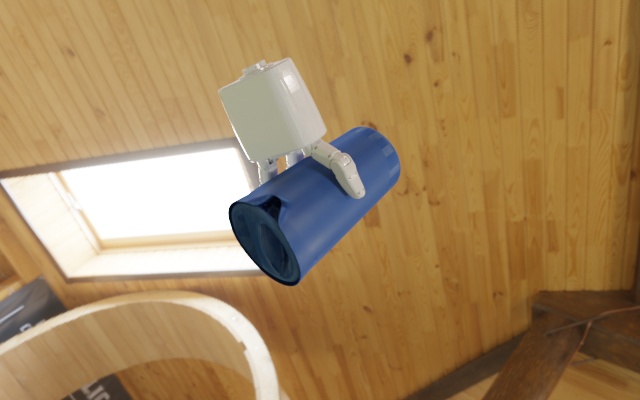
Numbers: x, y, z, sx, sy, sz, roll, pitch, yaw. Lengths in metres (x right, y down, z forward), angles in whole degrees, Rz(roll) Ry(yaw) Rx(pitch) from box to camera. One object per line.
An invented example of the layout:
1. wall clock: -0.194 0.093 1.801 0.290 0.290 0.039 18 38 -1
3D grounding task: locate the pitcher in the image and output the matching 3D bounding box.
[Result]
1. pitcher: 0.000 0.002 0.674 0.242 0.145 0.149 -38 21 -32
